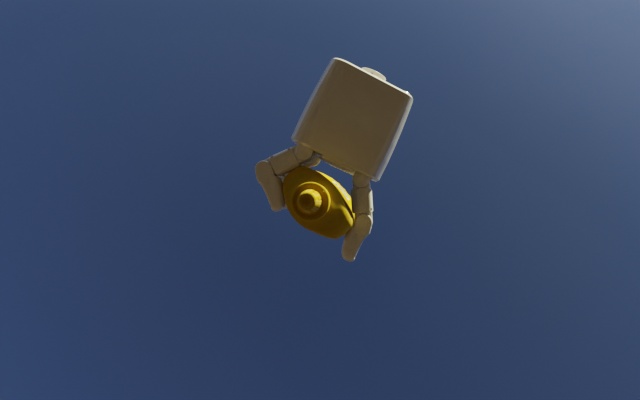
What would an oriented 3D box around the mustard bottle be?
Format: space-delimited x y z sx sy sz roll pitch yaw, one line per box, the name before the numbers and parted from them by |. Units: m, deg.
mustard bottle | 0.000 0.002 0.571 0.058 0.096 0.191 -40 -6 5
